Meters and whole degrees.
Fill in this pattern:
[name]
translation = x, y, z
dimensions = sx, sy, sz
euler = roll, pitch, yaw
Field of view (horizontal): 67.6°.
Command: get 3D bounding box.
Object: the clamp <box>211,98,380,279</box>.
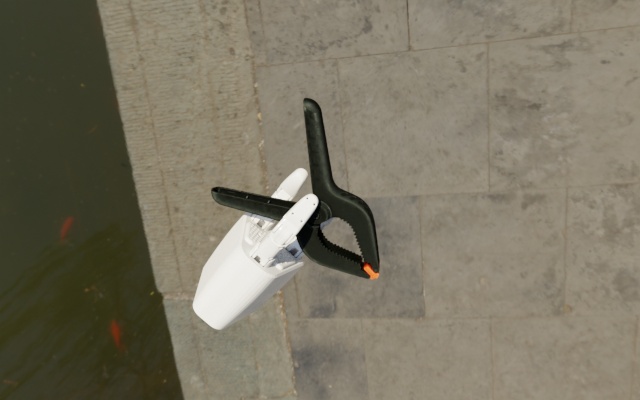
[clamp]
translation = 0.000, 0.003, 0.538
dimensions = 0.210, 0.164, 0.036
euler = 40, 20, -4
